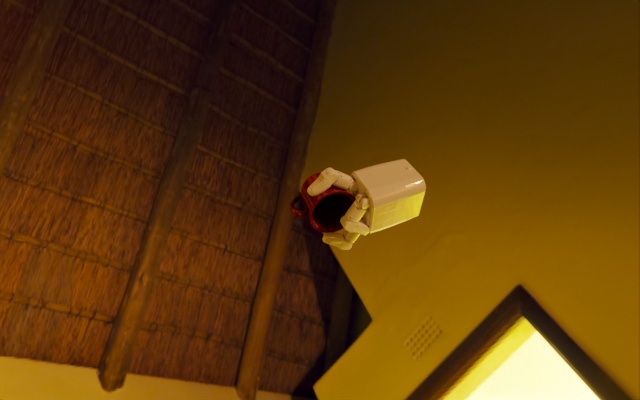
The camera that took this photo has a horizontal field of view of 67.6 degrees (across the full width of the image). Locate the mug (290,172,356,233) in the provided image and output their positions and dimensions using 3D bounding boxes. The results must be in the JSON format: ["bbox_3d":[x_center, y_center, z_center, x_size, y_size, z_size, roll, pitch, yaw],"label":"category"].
[{"bbox_3d":[-0.001,0.003,0.889,0.117,0.093,0.081,-15,38,-12],"label":"mug"}]
